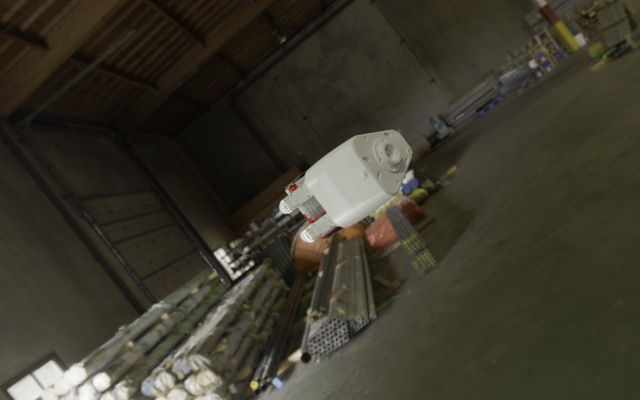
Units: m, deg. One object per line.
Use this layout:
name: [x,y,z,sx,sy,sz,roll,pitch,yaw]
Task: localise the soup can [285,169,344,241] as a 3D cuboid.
soup can: [0.000,0.002,0.743,0.068,0.102,0.068,-37,2,1]
